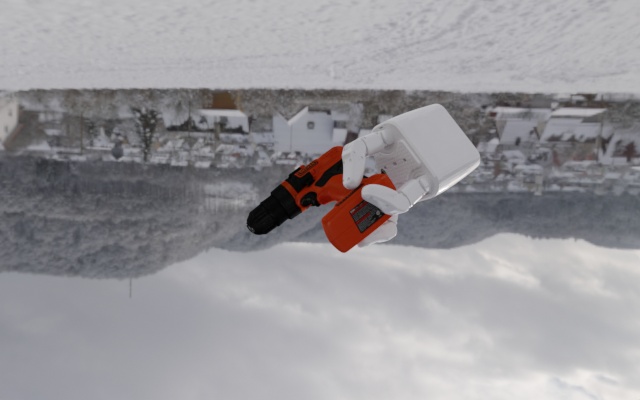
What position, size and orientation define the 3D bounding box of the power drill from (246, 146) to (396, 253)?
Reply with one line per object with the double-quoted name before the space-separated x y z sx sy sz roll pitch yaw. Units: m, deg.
"power drill" 0.001 0.002 0.631 0.184 0.057 0.187 -39 29 -12
